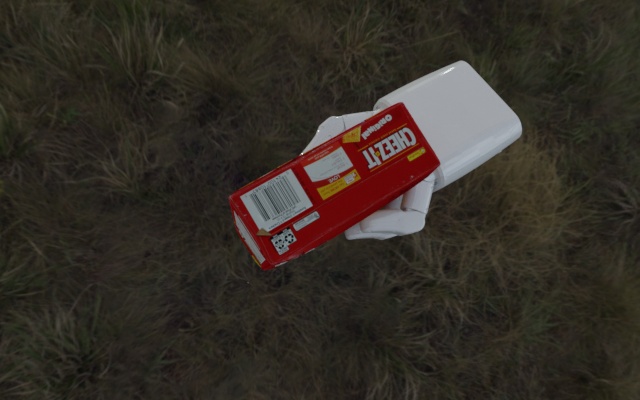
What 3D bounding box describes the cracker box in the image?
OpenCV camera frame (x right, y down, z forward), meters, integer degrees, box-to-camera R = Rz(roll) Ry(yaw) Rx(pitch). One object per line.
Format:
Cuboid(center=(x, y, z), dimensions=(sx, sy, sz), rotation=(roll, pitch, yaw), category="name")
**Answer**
Cuboid(center=(0.000, 0.001, 0.473), dimensions=(0.164, 0.072, 0.214), rotation=(-31, -4, -12), category="cracker box")
